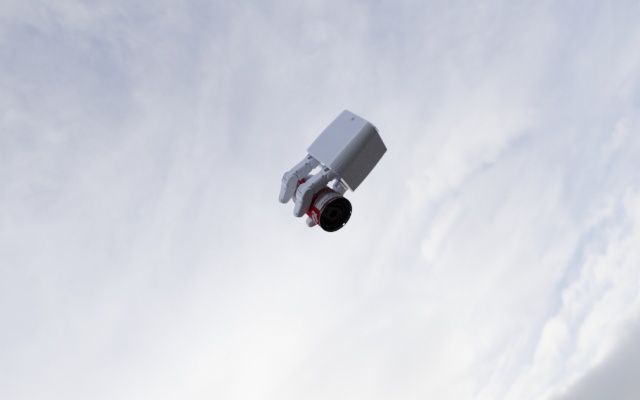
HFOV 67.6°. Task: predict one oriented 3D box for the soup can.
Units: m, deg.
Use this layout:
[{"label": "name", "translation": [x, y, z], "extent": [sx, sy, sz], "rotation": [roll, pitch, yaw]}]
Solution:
[{"label": "soup can", "translation": [0.000, 0.003, 0.849], "extent": [0.068, 0.068, 0.102], "rotation": [0, 26, -37]}]
